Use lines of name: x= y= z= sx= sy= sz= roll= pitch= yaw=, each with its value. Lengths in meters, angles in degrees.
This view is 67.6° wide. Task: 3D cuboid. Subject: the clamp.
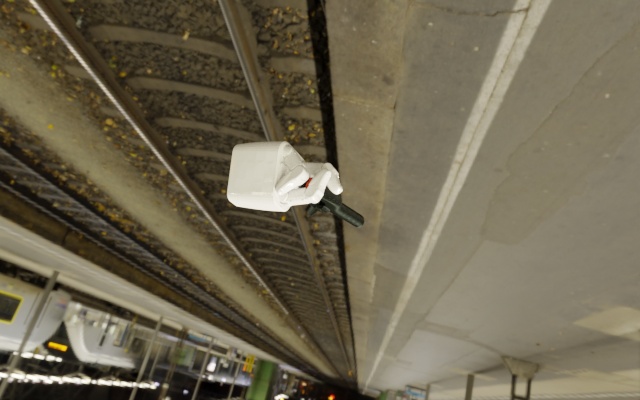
clamp: x=0.000 y=0.003 z=0.875 sx=0.120 sy=0.039 sz=0.171 roll=4 pitch=-24 yaw=29
